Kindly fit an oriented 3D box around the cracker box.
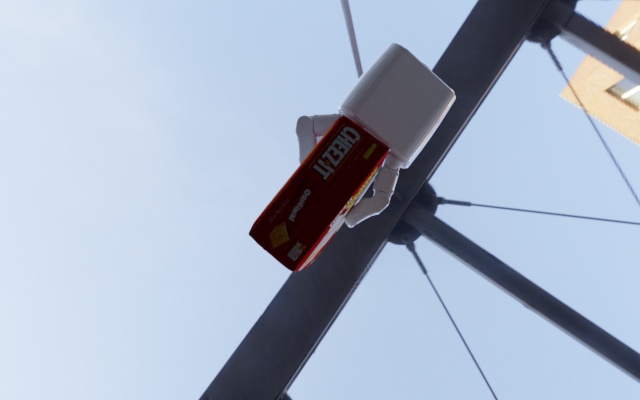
[{"bbox_3d":[0.000,0.002,0.592,0.072,0.164,0.214,37,-4,6],"label":"cracker box"}]
